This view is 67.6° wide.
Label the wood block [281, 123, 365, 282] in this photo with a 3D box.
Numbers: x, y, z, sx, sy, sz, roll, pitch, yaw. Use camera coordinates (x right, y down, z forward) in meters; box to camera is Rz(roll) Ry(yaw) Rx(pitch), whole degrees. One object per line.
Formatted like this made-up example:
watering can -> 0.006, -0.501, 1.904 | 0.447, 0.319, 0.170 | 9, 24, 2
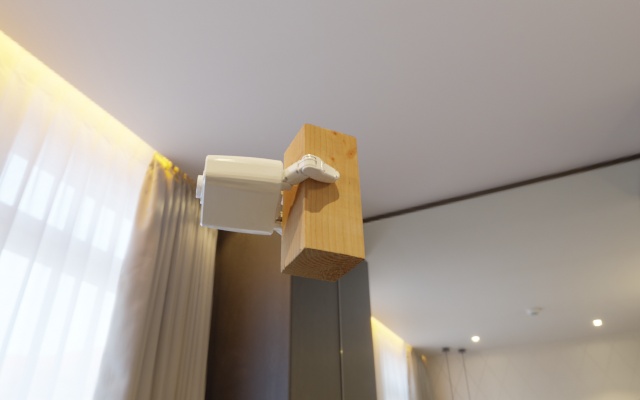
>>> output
wood block -> 0.000, 0.002, 0.701 | 0.090, 0.206, 0.091 | 13, -34, -22
